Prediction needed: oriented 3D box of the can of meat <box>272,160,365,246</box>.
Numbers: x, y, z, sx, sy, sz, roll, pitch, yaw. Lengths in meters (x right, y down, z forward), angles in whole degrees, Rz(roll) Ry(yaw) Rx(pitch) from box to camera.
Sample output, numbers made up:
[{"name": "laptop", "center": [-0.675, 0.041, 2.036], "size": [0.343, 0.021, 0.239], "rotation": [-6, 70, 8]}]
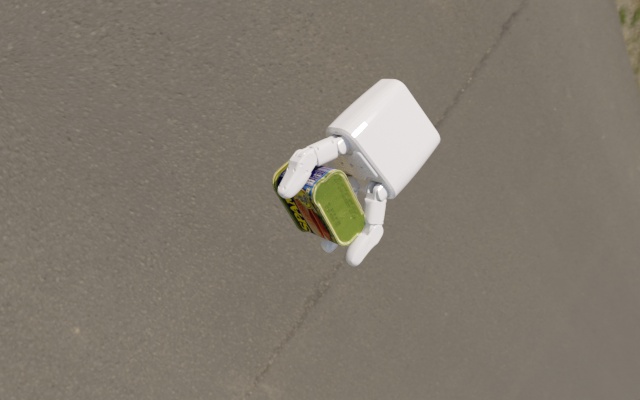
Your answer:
[{"name": "can of meat", "center": [0.000, 0.002, 0.586], "size": [0.057, 0.102, 0.084], "rotation": [-43, 34, -21]}]
